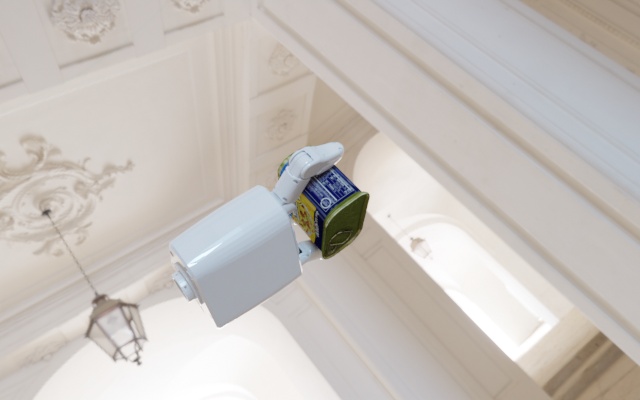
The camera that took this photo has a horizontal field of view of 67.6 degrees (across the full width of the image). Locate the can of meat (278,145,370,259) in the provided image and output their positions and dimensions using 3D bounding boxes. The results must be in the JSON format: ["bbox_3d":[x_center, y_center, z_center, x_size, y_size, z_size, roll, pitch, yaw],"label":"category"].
[{"bbox_3d":[0.000,0.001,0.511,0.057,0.084,0.102,-35,-24,-21],"label":"can of meat"}]
